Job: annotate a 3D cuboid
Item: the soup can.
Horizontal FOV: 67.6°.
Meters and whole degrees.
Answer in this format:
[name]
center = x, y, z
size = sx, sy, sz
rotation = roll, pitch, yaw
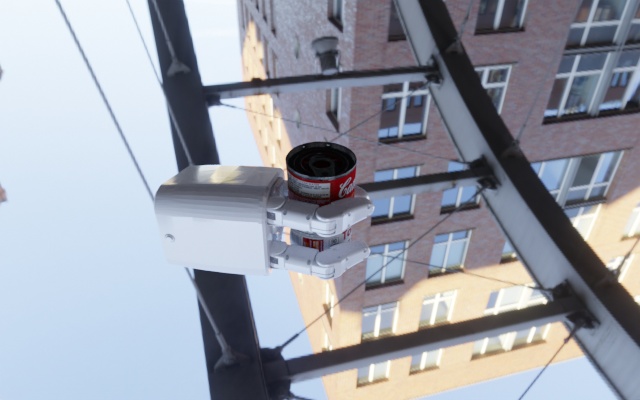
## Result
[soup can]
center = 0.001, 0.002, 0.481
size = 0.068, 0.102, 0.068
rotation = 0, 35, 0
